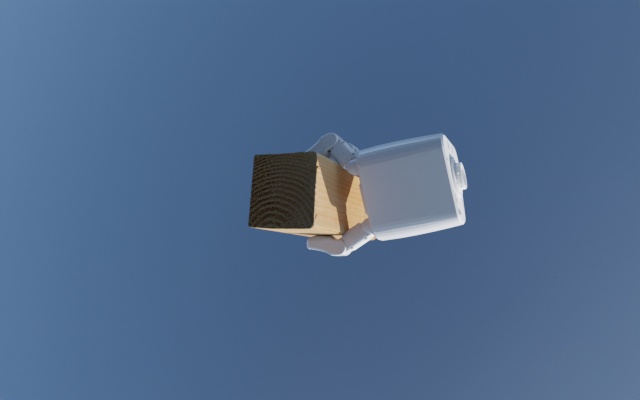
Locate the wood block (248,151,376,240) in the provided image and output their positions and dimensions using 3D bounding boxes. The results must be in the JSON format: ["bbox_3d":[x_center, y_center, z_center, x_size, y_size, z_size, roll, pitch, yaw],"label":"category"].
[{"bbox_3d":[0.001,0.002,0.644,0.090,0.091,0.206,0,-8,27],"label":"wood block"}]
